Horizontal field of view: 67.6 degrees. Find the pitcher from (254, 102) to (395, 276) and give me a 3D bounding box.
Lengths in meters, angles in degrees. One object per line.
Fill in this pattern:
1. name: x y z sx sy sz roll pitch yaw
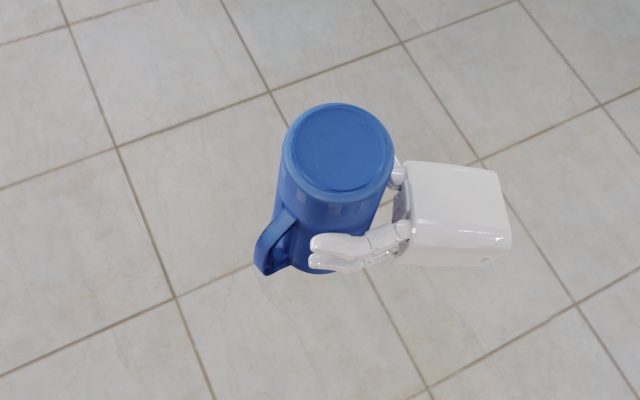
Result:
1. pitcher: 0.000 0.002 0.551 0.145 0.149 0.243 6 -22 -3
